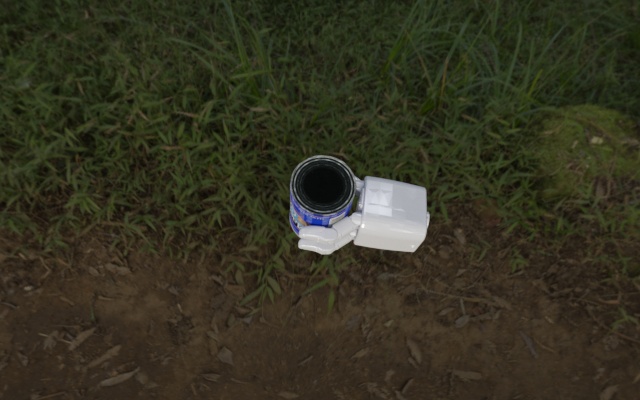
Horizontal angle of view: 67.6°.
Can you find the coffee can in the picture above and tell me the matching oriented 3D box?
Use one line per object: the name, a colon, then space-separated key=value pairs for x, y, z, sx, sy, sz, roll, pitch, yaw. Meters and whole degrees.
coffee can: x=0.000 y=0.003 z=0.794 sx=0.103 sy=0.102 sz=0.140 roll=0 pitch=-23 yaw=-4
